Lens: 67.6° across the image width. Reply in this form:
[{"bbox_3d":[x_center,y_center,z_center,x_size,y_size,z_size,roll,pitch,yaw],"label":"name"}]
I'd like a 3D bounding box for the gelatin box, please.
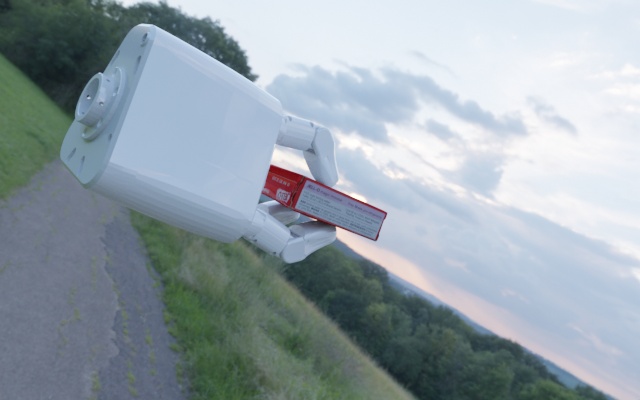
[{"bbox_3d":[0.001,0.001,0.405,0.089,0.030,0.073,22,1,-30],"label":"gelatin box"}]
